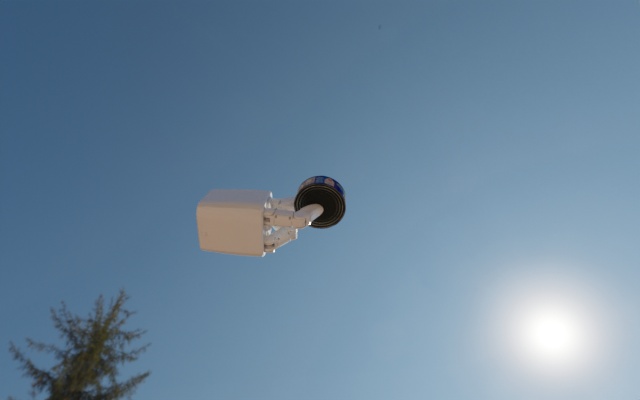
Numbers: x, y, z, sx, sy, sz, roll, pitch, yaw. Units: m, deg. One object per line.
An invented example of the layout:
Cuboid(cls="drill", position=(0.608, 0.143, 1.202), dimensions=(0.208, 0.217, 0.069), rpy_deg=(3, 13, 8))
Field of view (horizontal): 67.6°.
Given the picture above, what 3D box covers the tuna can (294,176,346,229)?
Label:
Cuboid(cls="tuna can", position=(0.000, 0.002, 0.795), dimensions=(0.086, 0.086, 0.033), rpy_deg=(0, 30, 6))
